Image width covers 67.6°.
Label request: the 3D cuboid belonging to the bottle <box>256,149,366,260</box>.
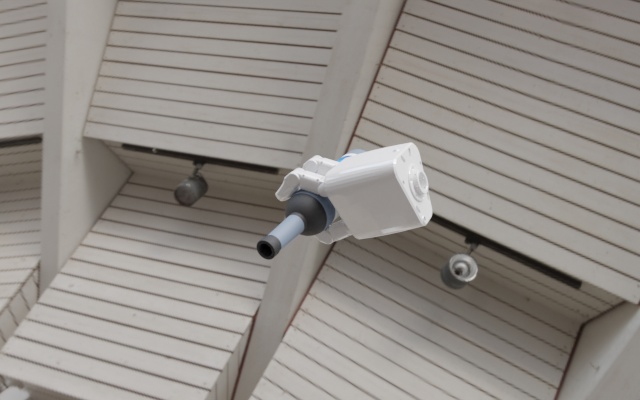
[{"bbox_3d":[0.000,0.002,0.701,0.069,0.069,0.295,0,24,30],"label":"bottle"}]
